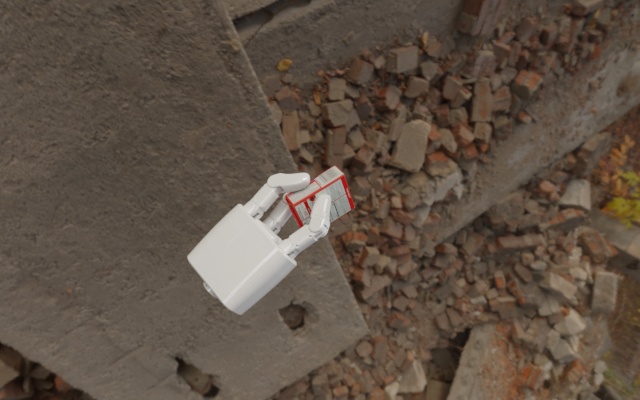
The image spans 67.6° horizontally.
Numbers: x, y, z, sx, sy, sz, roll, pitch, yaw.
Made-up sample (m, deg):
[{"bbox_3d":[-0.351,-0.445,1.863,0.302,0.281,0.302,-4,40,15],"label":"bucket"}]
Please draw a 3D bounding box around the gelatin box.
[{"bbox_3d":[0.001,0.002,0.692,0.089,0.073,0.030,-32,45,-9],"label":"gelatin box"}]
